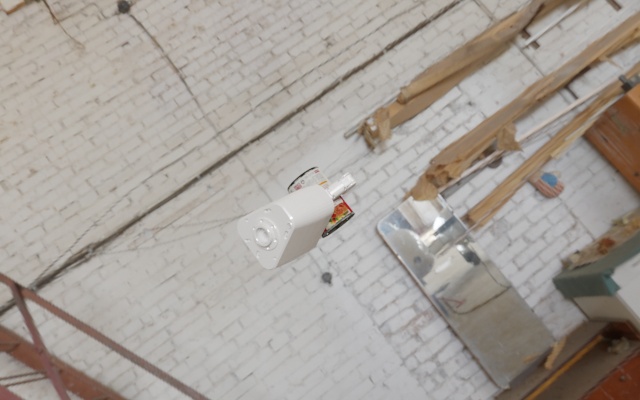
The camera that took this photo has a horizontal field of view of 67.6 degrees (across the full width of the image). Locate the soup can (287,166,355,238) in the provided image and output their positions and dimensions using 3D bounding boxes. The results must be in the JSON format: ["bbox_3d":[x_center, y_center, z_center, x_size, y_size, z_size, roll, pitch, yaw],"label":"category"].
[{"bbox_3d":[0.000,0.002,0.798,0.068,0.102,0.068,-37,-9,-7],"label":"soup can"}]
